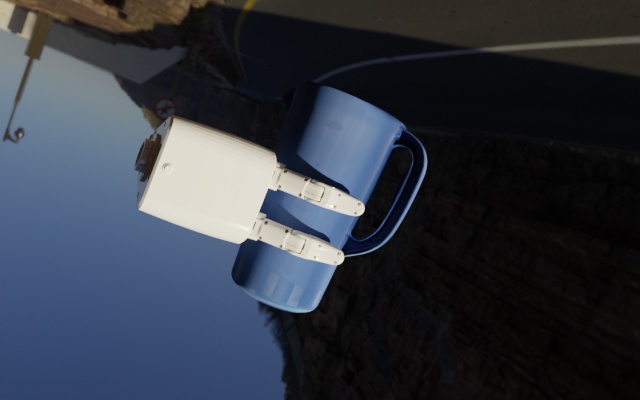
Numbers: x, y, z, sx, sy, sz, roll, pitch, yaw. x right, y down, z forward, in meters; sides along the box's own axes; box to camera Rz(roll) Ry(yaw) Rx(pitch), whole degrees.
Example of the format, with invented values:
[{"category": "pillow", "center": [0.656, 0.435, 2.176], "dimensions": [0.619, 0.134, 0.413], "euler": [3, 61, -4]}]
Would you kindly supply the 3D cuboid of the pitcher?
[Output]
[{"category": "pitcher", "center": [0.000, 0.002, 0.542], "dimensions": [0.145, 0.243, 0.149], "euler": [21, 4, -27]}]
